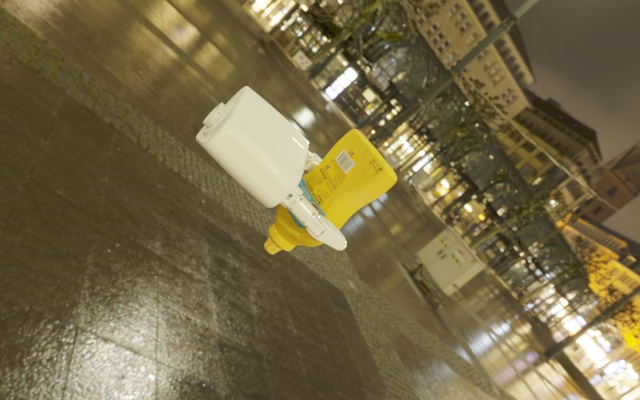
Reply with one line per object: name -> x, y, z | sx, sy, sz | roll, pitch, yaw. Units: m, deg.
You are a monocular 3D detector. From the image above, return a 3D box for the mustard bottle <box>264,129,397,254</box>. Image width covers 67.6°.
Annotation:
mustard bottle -> 0.001, 0.002, 0.611 | 0.058, 0.191, 0.096 | 35, 17, -46
